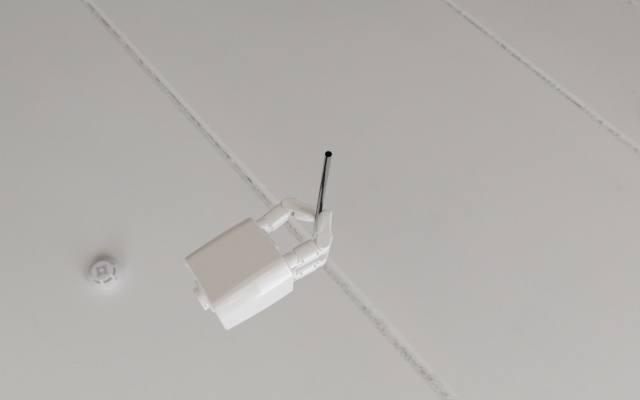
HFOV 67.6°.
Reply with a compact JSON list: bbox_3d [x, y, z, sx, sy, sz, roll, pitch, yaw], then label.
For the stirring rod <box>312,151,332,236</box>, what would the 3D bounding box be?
[{"bbox_3d":[0.000,0.002,0.618,0.011,0.011,0.240,0,-25,-4],"label":"stirring rod"}]
